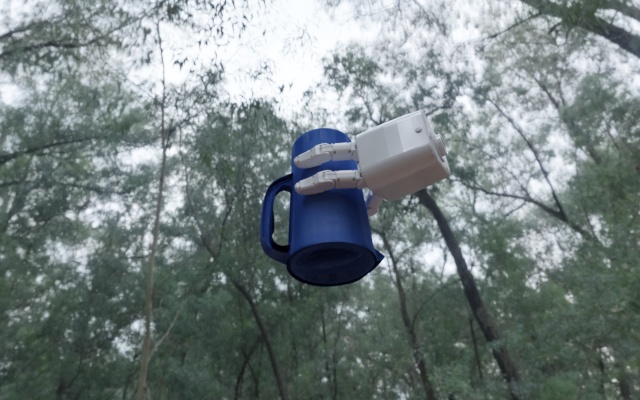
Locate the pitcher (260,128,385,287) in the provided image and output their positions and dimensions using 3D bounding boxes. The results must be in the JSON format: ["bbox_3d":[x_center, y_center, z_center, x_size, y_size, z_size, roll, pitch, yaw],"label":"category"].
[{"bbox_3d":[0.000,0.002,0.757,0.145,0.242,0.149,-23,-40,23],"label":"pitcher"}]
